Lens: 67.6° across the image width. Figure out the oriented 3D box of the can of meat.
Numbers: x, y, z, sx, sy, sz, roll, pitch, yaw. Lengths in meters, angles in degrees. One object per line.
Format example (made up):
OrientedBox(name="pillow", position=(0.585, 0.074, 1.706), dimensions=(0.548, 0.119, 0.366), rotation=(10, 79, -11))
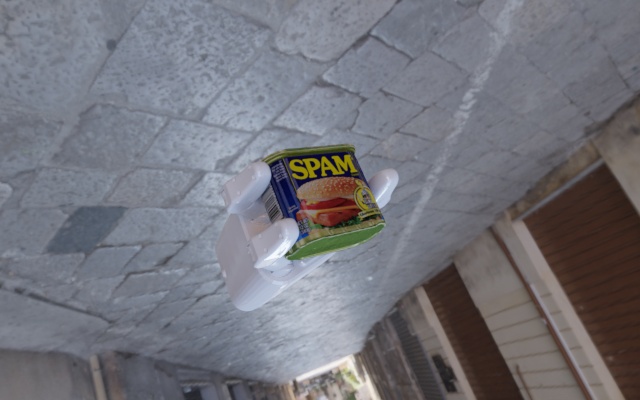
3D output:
OrientedBox(name="can of meat", position=(0.000, 0.002, 0.427), dimensions=(0.102, 0.084, 0.057), rotation=(-9, -22, -35))
